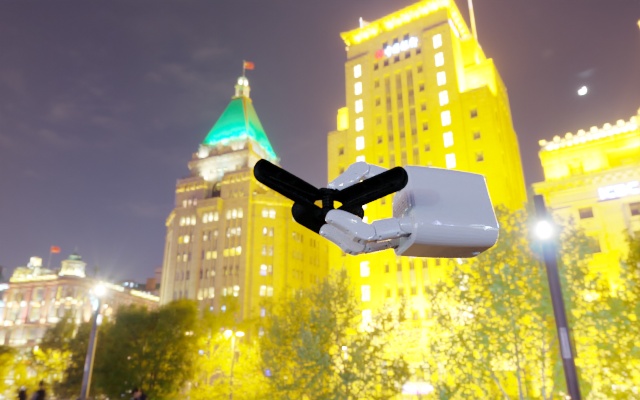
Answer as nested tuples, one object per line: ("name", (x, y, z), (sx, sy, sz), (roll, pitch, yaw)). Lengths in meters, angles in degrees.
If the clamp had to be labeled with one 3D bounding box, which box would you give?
("clamp", (0.000, 0.001, 0.587), (0.164, 0.036, 0.210), (7, -21, -5))
